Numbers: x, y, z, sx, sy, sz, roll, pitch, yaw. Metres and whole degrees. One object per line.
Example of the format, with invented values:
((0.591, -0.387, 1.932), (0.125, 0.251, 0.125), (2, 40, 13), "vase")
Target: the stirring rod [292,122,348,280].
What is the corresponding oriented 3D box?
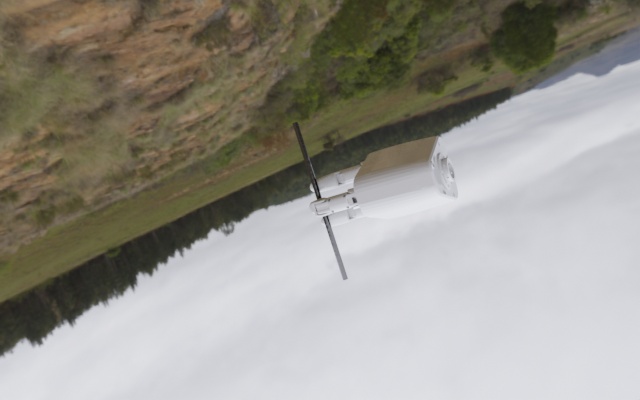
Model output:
((0.000, 0.002, 0.695), (0.011, 0.239, 0.011), (-18, 5, 2), "stirring rod")
